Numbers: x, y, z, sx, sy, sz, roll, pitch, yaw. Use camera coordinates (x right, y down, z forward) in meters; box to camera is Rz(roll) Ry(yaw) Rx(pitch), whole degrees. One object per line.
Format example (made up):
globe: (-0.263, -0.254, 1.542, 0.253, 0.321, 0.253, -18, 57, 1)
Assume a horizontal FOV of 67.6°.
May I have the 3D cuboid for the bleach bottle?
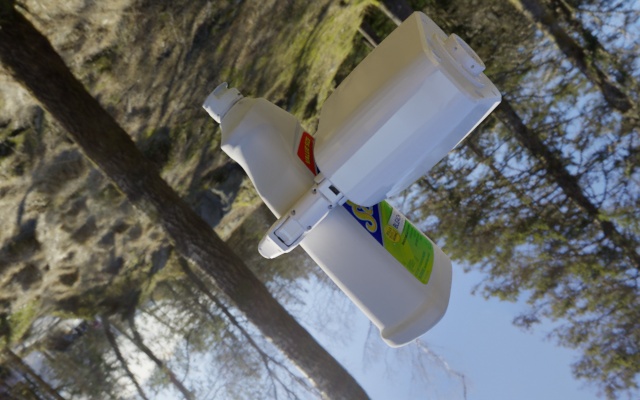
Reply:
bleach bottle: (0.000, 0.001, 0.401, 0.068, 0.251, 0.102, -44, 6, 31)
